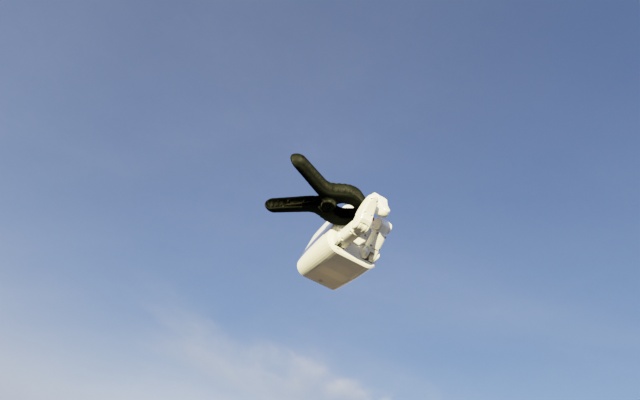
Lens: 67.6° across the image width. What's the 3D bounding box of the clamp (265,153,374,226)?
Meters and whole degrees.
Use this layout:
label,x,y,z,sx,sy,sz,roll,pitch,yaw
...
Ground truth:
label,x,y,z,sx,sy,sz,roll,pitch,yaw
clamp,0.000,0.002,0.747,0.171,0.039,0.120,29,-45,-20
